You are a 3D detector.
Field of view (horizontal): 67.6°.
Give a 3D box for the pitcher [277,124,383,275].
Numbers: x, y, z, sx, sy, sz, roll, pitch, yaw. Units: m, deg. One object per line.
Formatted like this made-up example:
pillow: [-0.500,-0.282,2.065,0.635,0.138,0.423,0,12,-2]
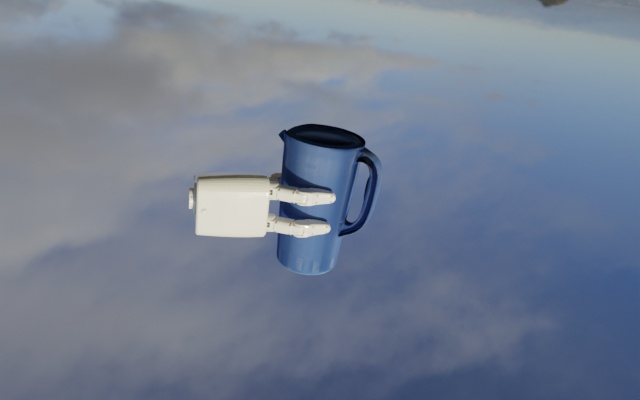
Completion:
pitcher: [0.000,0.003,0.804,0.145,0.243,0.149,0,25,-19]
